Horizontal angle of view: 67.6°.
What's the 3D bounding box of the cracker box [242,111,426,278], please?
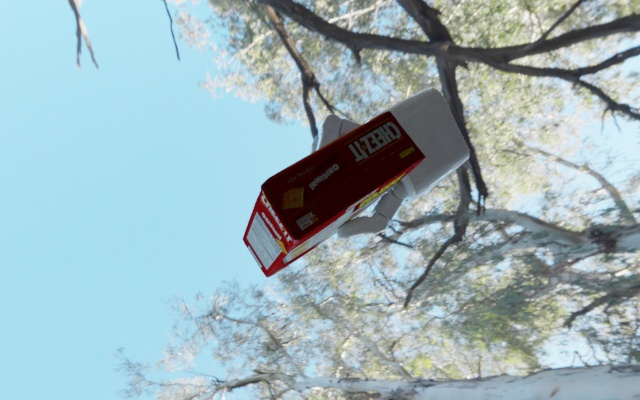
[{"bbox_3d":[0.000,0.002,0.552,0.164,0.072,0.214,-33,-8,-21],"label":"cracker box"}]
